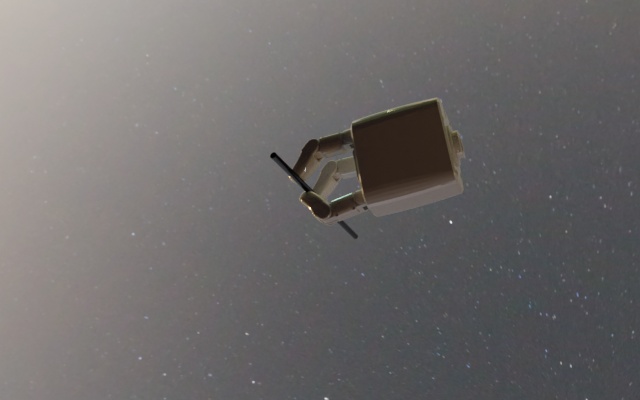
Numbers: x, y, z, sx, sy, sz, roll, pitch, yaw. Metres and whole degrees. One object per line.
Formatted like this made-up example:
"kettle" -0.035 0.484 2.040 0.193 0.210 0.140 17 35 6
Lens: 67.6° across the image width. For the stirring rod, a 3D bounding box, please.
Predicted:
"stirring rod" 0.000 0.002 0.628 0.011 0.011 0.240 0 -26 29
